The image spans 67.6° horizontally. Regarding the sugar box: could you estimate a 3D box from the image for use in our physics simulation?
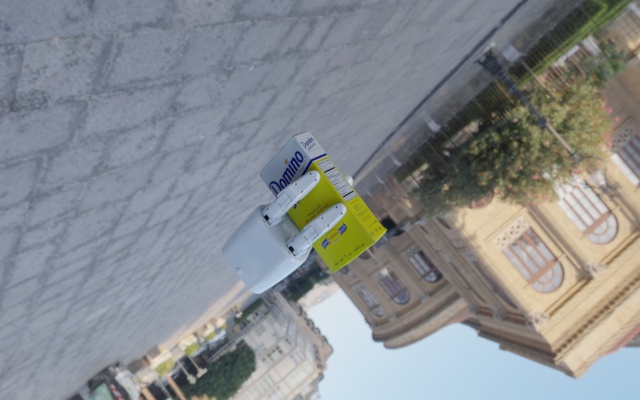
[{"bbox_3d":[0.000,0.002,0.653,0.093,0.176,0.048,-43,-6,37],"label":"sugar box"}]
